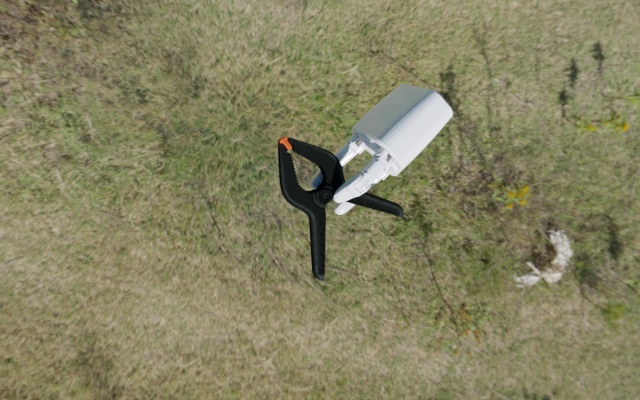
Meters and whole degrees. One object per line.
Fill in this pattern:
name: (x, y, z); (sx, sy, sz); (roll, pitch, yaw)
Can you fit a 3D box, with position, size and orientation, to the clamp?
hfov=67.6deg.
clamp: (0.000, 0.002, 0.687); (0.210, 0.164, 0.036); (46, -5, -14)
